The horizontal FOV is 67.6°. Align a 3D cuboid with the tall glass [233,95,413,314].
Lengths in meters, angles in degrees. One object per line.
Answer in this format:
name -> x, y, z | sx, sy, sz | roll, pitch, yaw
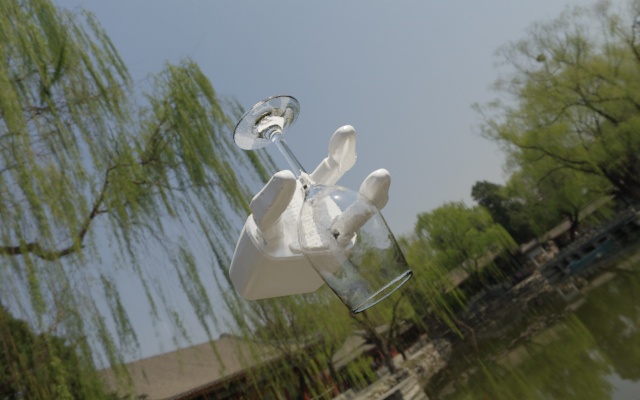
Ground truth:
tall glass -> 0.000, 0.001, 0.434 | 0.079, 0.201, 0.079 | -30, -21, -12
